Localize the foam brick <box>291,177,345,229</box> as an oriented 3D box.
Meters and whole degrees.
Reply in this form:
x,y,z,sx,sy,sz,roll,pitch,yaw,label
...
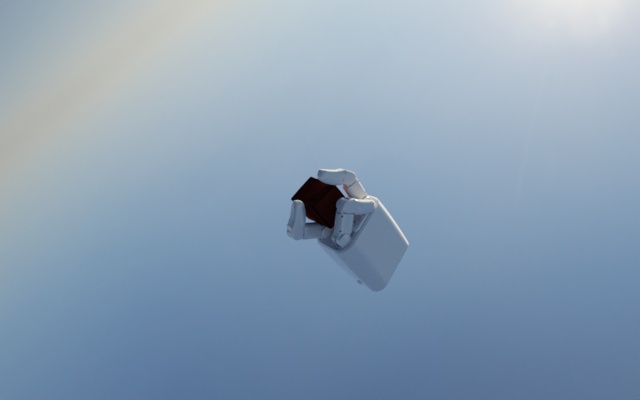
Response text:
x,y,z,sx,sy,sz,roll,pitch,yaw,label
0.000,0.002,0.751,0.051,0.053,0.078,49,-13,-27,foam brick
